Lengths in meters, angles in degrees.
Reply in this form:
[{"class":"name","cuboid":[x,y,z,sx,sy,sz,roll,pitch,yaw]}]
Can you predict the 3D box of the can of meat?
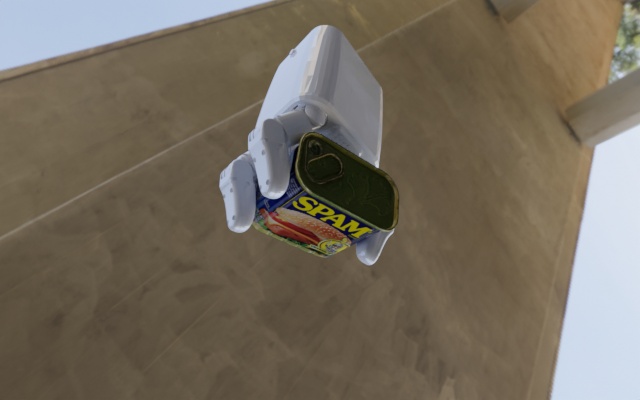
[{"class":"can of meat","cuboid":[0.000,0.002,0.401,0.102,0.057,0.084,27,-38,-27]}]
